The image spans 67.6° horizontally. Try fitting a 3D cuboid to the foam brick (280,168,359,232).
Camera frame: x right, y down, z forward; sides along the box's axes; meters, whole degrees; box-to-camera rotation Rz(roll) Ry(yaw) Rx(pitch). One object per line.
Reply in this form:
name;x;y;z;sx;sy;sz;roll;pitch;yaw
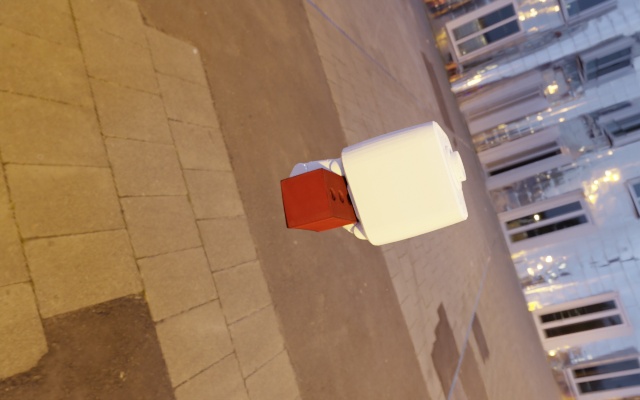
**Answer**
foam brick;0.000;0.002;0.510;0.051;0.053;0.078;-15;-12;23
